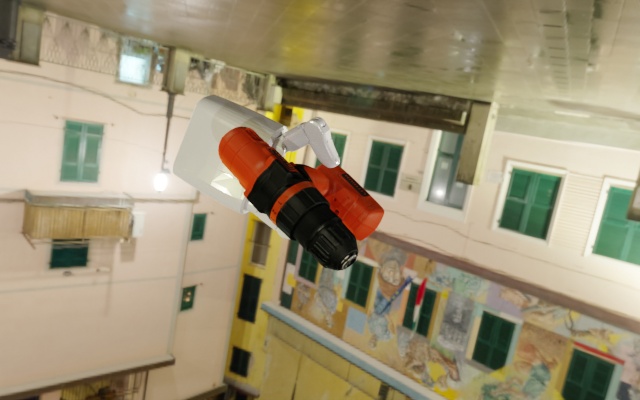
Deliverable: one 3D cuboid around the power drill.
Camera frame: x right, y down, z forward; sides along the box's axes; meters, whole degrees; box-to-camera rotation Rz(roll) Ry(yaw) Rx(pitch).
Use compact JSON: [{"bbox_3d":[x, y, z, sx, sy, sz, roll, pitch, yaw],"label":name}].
[{"bbox_3d":[0.000,0.002,0.509,0.184,0.057,0.188,47,15,24],"label":"power drill"}]
